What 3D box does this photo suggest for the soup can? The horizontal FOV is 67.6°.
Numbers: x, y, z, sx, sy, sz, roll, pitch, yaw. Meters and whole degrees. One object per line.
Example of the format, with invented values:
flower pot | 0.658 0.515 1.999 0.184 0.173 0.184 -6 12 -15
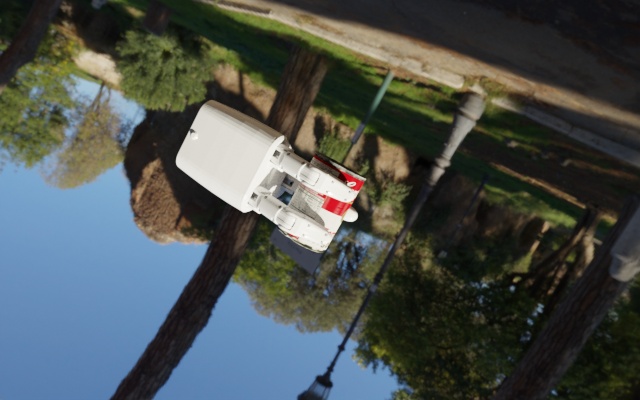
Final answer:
soup can | 0.000 0.002 0.570 0.068 0.102 0.068 28 7 -4
